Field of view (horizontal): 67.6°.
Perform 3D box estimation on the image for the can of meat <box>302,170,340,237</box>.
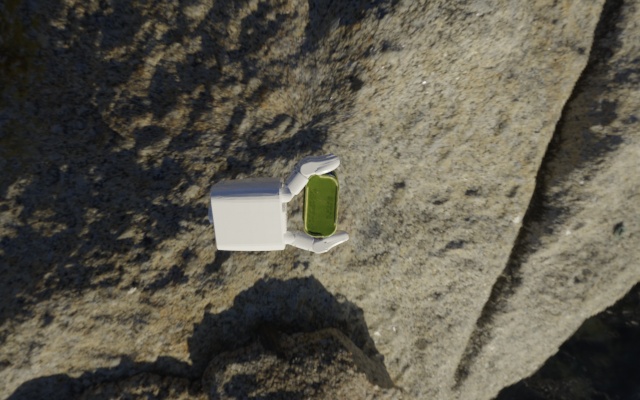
[{"bbox_3d":[0.000,0.003,0.754,0.057,0.102,0.084,3,9,-2],"label":"can of meat"}]
